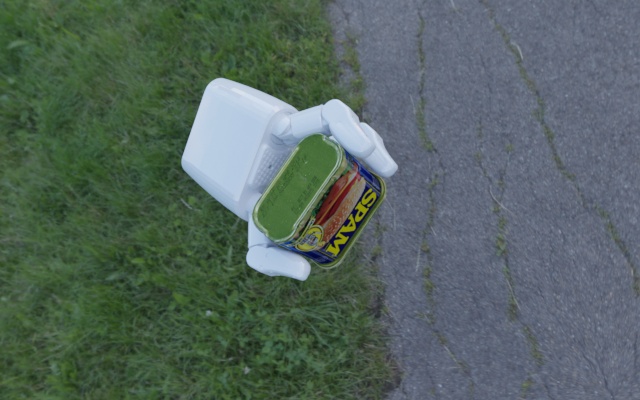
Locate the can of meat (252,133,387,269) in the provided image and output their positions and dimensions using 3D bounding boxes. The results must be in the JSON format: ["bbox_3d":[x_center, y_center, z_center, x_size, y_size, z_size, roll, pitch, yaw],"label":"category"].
[{"bbox_3d":[0.000,0.001,0.421,0.057,0.102,0.084,35,1,37],"label":"can of meat"}]
